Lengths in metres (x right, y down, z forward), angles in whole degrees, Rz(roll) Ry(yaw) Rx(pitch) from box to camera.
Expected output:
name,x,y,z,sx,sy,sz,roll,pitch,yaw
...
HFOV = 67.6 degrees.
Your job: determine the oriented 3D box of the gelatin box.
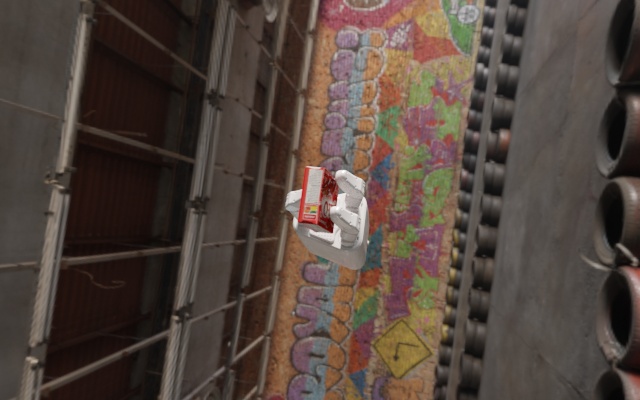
name,x,y,z,sx,sy,sz,roll,pitch,yaw
gelatin box,0.000,0.002,0.634,0.030,0.073,0.089,5,-11,16
